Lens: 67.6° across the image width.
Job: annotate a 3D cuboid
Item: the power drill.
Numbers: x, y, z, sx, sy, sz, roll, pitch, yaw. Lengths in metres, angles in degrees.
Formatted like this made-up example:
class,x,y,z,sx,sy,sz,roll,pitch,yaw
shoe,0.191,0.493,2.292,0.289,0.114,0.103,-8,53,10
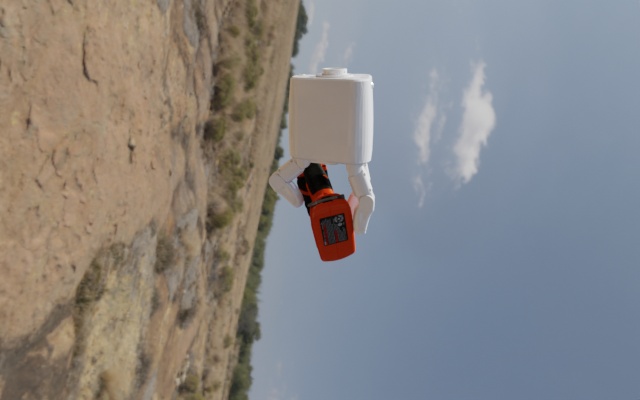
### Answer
class,x,y,z,sx,sy,sz,roll,pitch,yaw
power drill,0.000,0.002,0.728,0.057,0.185,0.187,-17,40,-5
